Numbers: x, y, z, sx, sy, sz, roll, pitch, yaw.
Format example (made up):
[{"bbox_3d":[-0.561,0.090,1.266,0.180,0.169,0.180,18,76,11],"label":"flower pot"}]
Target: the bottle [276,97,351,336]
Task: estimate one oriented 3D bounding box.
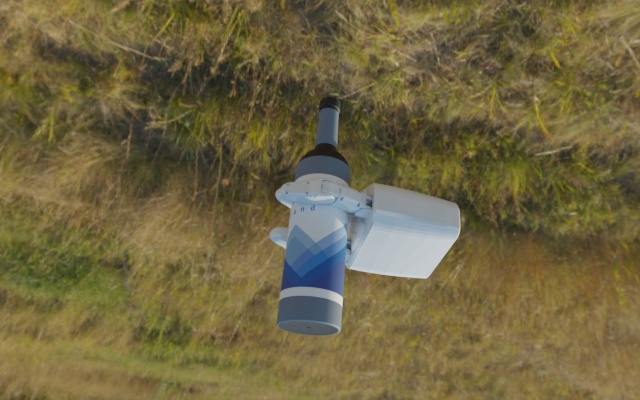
[{"bbox_3d":[0.000,0.002,0.558,0.069,0.295,0.069,4,-28,2],"label":"bottle"}]
